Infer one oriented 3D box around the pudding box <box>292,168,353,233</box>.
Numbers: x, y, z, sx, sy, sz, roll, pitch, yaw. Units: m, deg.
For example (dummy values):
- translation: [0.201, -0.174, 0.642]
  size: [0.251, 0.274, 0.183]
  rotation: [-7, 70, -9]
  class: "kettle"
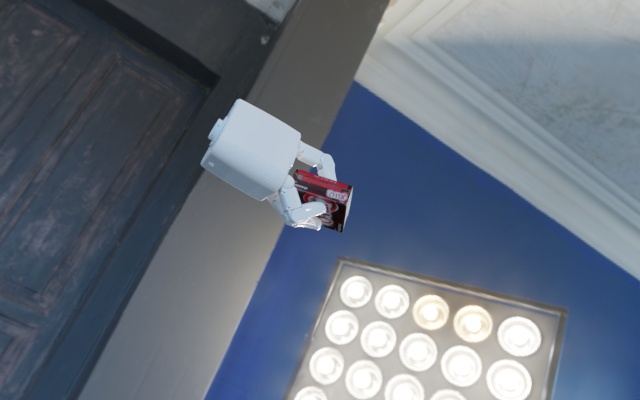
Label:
- translation: [0.000, 0.002, 0.732]
  size: [0.090, 0.039, 0.113]
  rotation: [19, -21, 8]
  class: "pudding box"
